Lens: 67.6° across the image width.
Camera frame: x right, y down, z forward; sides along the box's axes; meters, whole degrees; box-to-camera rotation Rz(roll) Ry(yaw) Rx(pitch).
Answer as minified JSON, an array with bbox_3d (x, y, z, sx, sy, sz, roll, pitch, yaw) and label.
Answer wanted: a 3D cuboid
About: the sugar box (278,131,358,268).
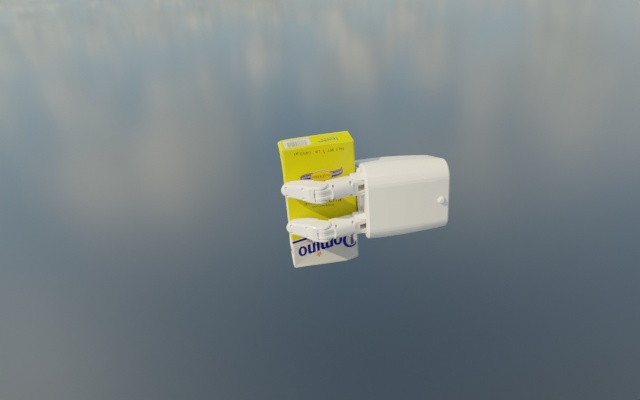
[{"bbox_3d":[0.000,0.002,0.635,0.093,0.176,0.048,-8,26,-6],"label":"sugar box"}]
